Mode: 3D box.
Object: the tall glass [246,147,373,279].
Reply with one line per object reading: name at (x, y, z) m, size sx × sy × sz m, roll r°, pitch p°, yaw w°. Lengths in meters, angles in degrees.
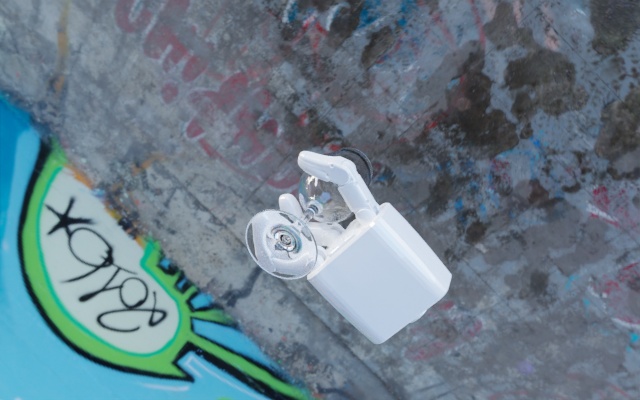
tall glass at (0.000, 0.002, 0.526) m, size 0.079 × 0.079 × 0.201 m, roll 0°, pitch 24°, yaw 24°
